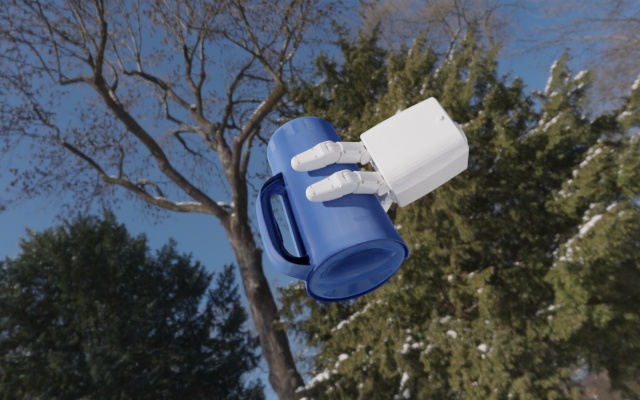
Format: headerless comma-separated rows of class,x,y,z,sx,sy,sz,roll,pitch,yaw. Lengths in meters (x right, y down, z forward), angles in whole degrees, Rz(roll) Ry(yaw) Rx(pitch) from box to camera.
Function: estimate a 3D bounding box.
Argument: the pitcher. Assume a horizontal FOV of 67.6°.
pitcher,0.000,0.002,0.634,0.145,0.242,0.149,-30,-36,8
